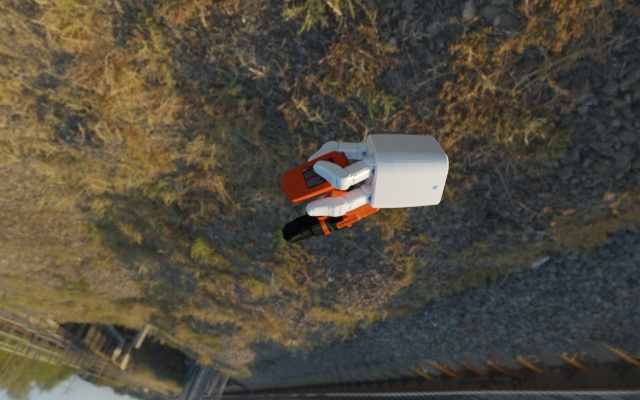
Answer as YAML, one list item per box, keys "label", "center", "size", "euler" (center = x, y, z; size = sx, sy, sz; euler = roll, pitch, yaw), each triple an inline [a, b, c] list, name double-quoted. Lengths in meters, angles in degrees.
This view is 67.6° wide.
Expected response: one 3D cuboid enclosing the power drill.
- label: "power drill"
  center: [0.000, 0.002, 0.783]
  size: [0.184, 0.057, 0.188]
  euler: [-24, -25, 5]
